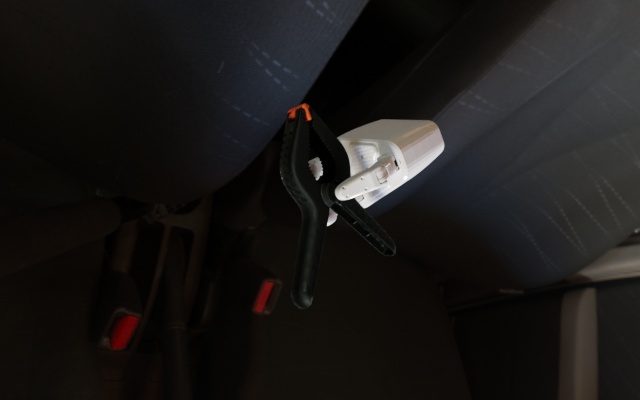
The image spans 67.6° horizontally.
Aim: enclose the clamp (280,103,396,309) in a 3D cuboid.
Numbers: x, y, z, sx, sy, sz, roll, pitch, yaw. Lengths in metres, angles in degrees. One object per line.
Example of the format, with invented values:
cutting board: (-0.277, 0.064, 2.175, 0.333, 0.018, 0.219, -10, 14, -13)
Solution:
clamp: (0.001, 0.001, 0.523, 0.036, 0.210, 0.164, -11, 15, 46)
